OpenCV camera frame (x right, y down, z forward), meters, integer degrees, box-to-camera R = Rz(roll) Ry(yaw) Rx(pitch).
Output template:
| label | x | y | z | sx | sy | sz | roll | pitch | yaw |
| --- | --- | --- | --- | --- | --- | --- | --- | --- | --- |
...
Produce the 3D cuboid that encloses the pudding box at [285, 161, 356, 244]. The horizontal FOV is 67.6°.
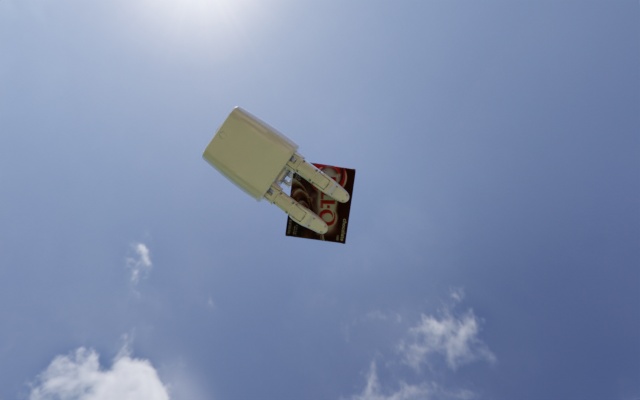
| label | x | y | z | sx | sy | sz | roll | pitch | yaw |
| --- | --- | --- | --- | --- | --- | --- | --- | --- | --- |
| pudding box | 0.000 | 0.002 | 0.707 | 0.090 | 0.113 | 0.039 | 8 | 3 | 1 |
